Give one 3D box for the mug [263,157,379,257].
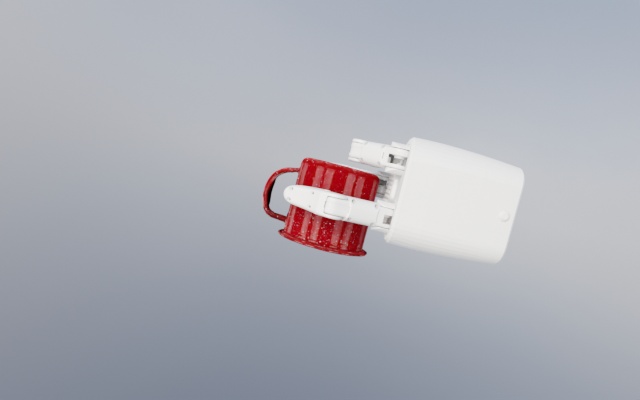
[{"bbox_3d":[-0.001,0.001,0.484,0.117,0.081,0.093,14,3,-1],"label":"mug"}]
